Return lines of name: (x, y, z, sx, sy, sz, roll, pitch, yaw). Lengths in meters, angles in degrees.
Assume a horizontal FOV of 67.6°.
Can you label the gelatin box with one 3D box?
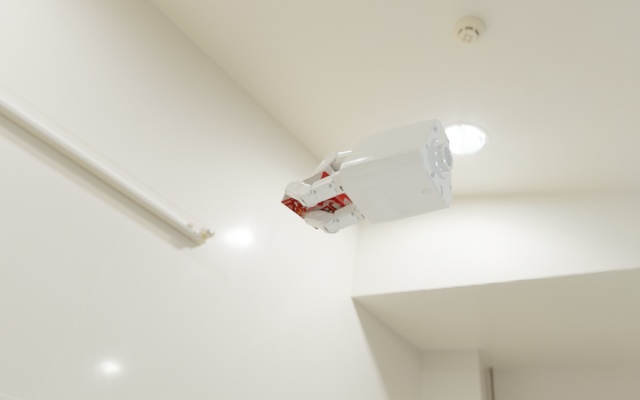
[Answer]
gelatin box: (0.000, 0.002, 0.664, 0.073, 0.030, 0.089, 39, -37, -26)
